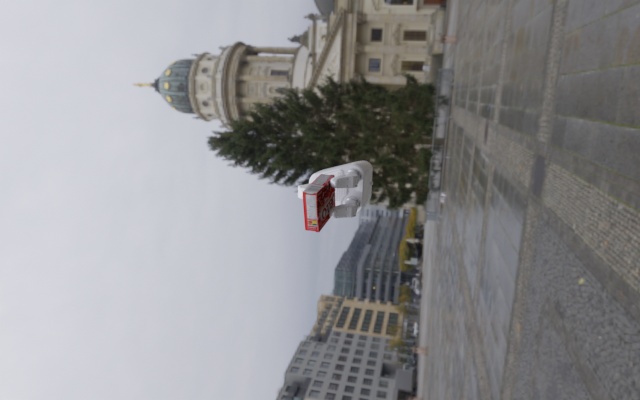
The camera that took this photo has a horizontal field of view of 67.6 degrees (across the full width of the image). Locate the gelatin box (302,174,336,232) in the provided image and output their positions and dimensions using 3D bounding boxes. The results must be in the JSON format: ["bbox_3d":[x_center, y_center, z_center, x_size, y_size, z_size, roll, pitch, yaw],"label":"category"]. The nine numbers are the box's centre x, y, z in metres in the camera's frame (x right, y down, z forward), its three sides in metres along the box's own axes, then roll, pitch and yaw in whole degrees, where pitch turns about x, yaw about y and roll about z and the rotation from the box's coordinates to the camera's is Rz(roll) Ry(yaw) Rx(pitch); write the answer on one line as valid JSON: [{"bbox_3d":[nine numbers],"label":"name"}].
[{"bbox_3d":[0.000,0.003,0.832,0.030,0.073,0.089,7,26,21],"label":"gelatin box"}]
